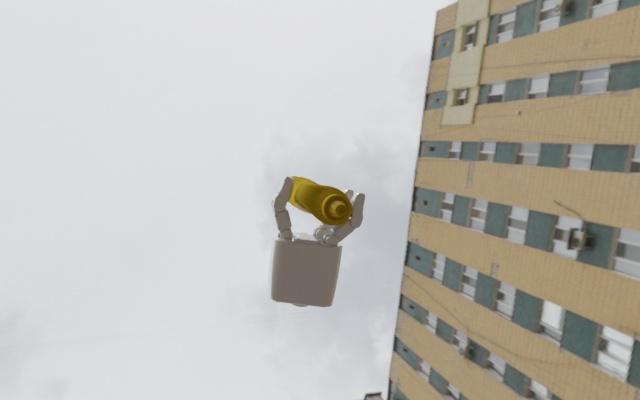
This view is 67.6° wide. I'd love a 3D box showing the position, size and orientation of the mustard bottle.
[{"bbox_3d":[0.000,0.002,0.786,0.096,0.058,0.191,31,-2,-20],"label":"mustard bottle"}]
